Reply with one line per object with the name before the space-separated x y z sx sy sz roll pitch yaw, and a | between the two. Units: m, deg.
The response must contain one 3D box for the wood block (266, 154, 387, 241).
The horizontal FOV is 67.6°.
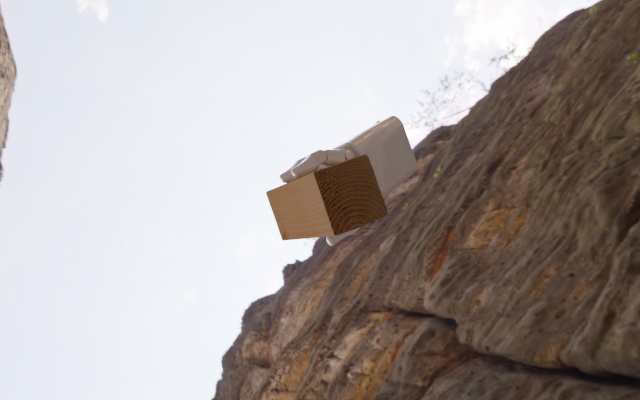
wood block | 0.001 0.003 0.727 0.090 0.091 0.206 -21 2 -24
